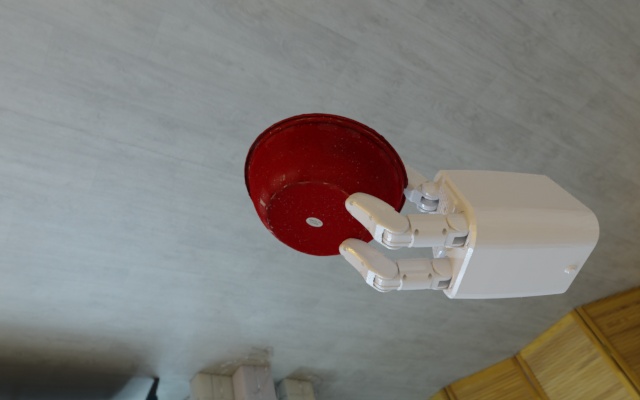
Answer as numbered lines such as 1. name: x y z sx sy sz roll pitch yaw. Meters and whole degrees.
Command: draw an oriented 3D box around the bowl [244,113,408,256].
1. bowl: -0.001 0.002 0.449 0.162 0.162 0.055 0 40 11
